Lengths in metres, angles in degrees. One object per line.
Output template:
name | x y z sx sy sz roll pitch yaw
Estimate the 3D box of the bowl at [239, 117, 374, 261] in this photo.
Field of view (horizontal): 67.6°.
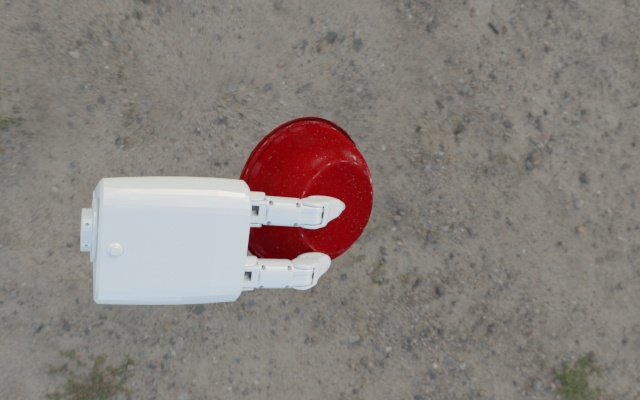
bowl | 0.001 0.001 0.470 0.162 0.162 0.055 0 13 -39
